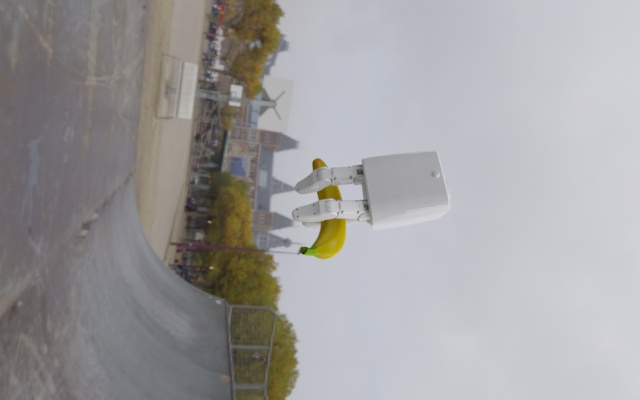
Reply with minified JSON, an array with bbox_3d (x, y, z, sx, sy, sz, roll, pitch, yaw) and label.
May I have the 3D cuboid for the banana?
[{"bbox_3d":[0.010,0.017,0.689,0.037,0.197,0.070,-24,-54,22],"label":"banana"}]
